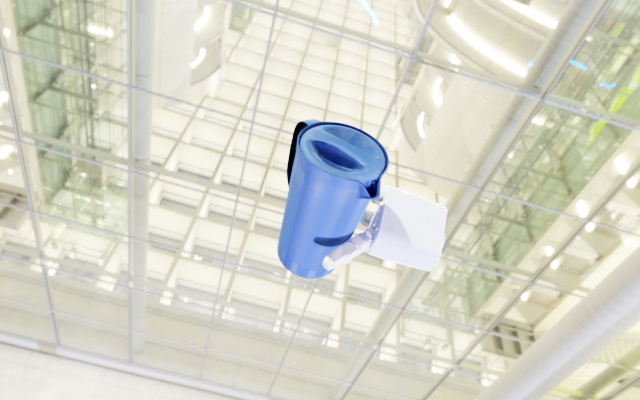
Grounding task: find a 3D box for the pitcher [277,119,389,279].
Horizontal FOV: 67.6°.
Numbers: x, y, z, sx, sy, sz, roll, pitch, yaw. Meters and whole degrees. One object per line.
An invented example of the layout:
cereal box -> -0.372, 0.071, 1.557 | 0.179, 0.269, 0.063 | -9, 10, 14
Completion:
pitcher -> 0.000, 0.003, 0.747 | 0.145, 0.243, 0.149 | 17, 41, -3
